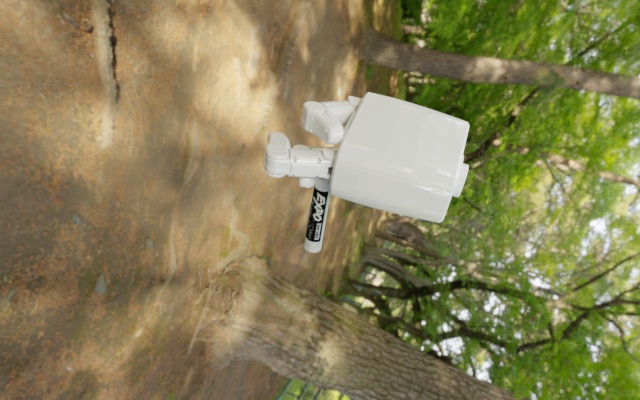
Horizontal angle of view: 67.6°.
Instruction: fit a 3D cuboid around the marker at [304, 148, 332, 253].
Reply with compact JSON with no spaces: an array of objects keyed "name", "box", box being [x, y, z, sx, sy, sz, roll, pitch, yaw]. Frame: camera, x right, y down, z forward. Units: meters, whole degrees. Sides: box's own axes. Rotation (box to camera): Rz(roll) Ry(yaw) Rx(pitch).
[{"name":"marker","box":[0.000,0.002,0.483,0.020,0.121,0.020,7,34,-5]}]
